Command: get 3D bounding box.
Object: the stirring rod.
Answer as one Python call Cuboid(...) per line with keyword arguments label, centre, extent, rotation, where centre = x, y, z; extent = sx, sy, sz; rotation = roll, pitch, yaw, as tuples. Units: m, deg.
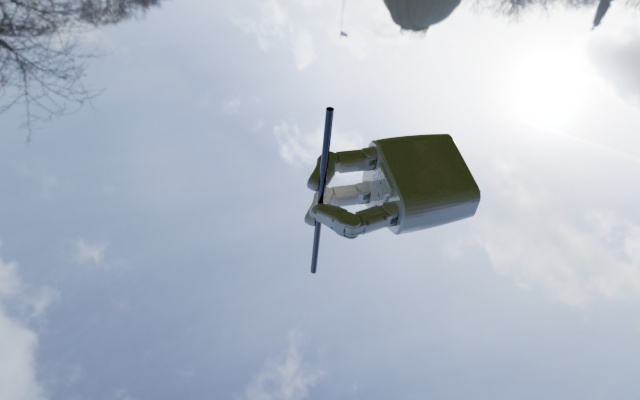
Cuboid(label="stirring rod", centre=(0.000, 0.002, 0.538), extent=(0.011, 0.240, 0.011), rotation=(3, 42, -3))
